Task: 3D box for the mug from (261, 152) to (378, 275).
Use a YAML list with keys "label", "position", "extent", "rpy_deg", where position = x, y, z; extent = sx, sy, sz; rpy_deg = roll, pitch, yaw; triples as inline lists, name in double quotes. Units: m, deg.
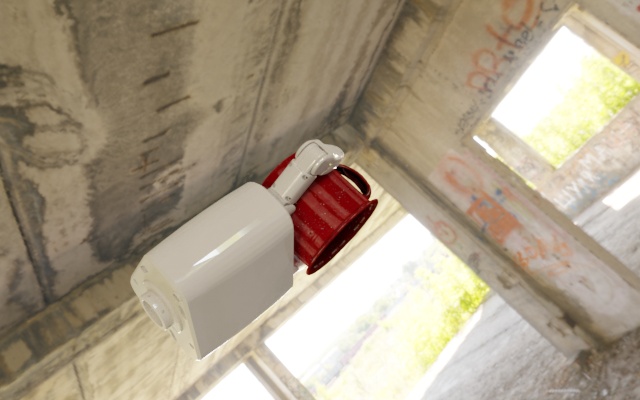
- label: "mug"
  position: [0.001, 0.001, 0.446]
  extent: [0.117, 0.081, 0.093]
  rpy_deg: [-37, -16, -35]
